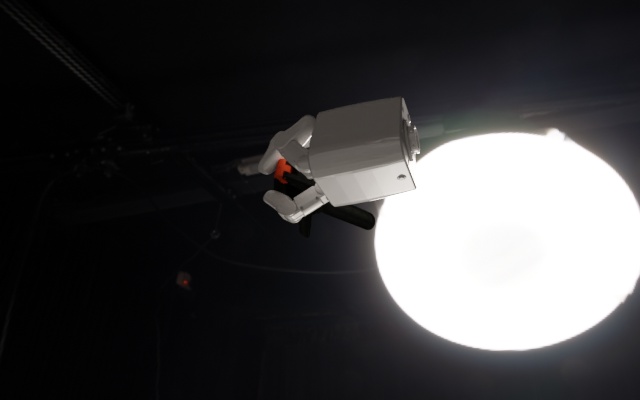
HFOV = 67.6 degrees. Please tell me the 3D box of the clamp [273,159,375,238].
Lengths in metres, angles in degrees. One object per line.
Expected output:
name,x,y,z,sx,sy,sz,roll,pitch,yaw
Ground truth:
clamp,0.000,0.002,0.645,0.120,0.039,0.172,-10,-33,18
